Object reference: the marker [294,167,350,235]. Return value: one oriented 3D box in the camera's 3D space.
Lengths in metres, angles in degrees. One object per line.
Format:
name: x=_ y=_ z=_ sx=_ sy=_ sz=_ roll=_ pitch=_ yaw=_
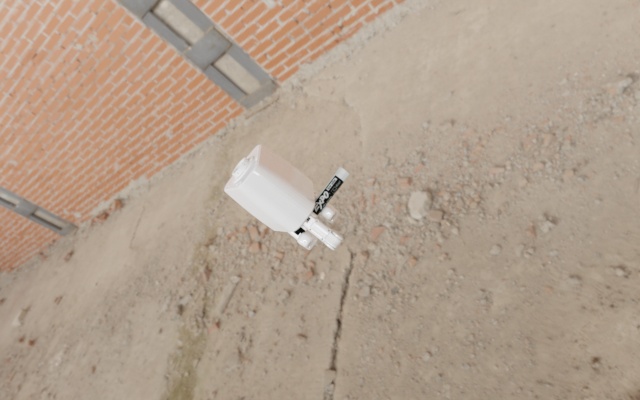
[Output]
marker: x=0.000 y=0.002 z=0.717 sx=0.020 sy=0.121 sz=0.020 roll=38 pitch=0 yaw=0
